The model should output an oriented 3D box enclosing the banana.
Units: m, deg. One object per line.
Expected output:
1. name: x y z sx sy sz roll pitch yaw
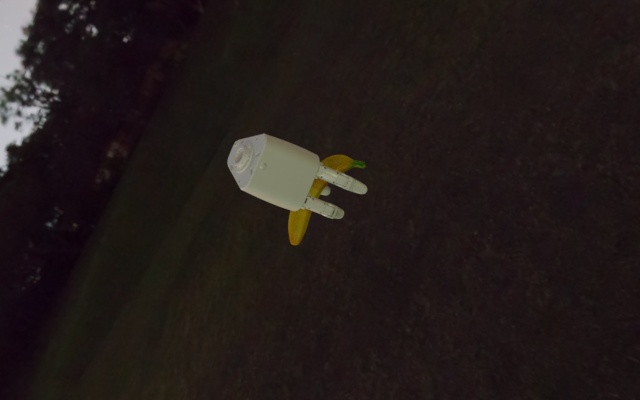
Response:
1. banana: -0.008 -0.012 0.838 0.037 0.198 0.069 16 29 -51
